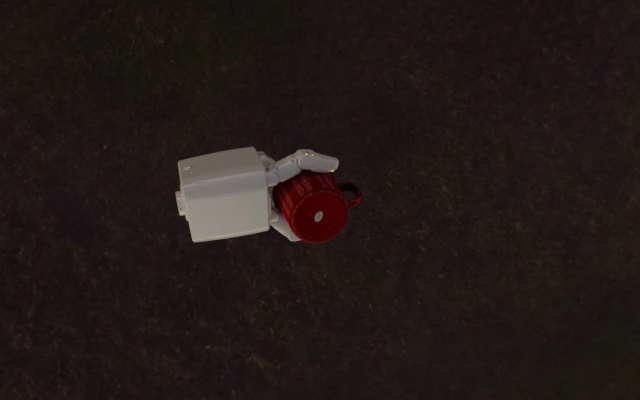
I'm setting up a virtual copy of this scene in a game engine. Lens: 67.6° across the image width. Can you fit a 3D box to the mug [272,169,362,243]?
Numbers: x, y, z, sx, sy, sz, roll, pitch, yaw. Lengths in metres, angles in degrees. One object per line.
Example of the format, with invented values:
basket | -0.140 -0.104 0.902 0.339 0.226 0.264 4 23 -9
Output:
mug | 0.002 0.002 0.647 0.117 0.093 0.081 -11 30 -13
